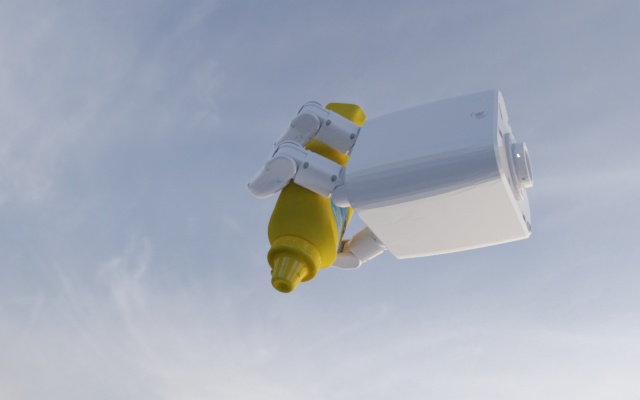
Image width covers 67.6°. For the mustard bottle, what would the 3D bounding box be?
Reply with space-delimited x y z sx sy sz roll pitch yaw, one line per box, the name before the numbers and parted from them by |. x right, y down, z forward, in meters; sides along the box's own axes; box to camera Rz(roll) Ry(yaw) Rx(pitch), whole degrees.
mustard bottle | 0.000 0.001 0.416 0.058 0.096 0.191 9 43 14
